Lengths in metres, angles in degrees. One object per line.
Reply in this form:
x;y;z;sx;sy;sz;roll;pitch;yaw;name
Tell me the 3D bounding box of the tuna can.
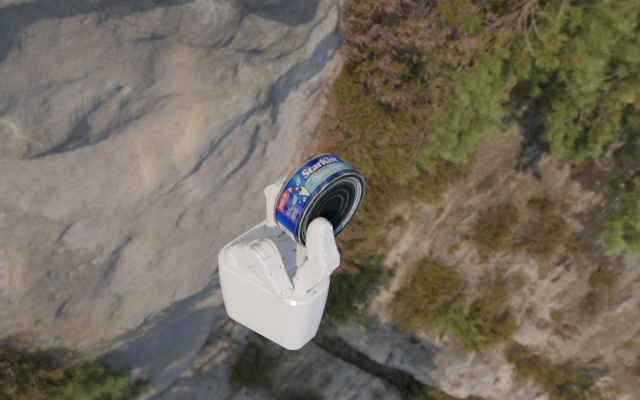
0.000;0.002;0.437;0.033;0.086;0.086;39;22;30;tuna can
